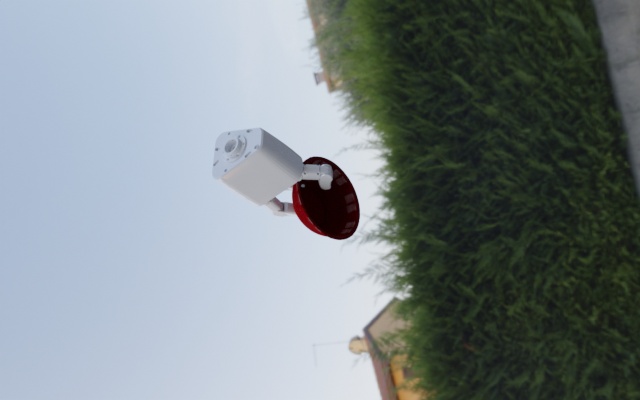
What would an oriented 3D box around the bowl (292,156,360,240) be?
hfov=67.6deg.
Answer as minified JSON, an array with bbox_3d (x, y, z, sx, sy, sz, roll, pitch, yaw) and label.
[{"bbox_3d":[0.001,0.004,0.877,0.055,0.162,0.162,-27,-18,39],"label":"bowl"}]
